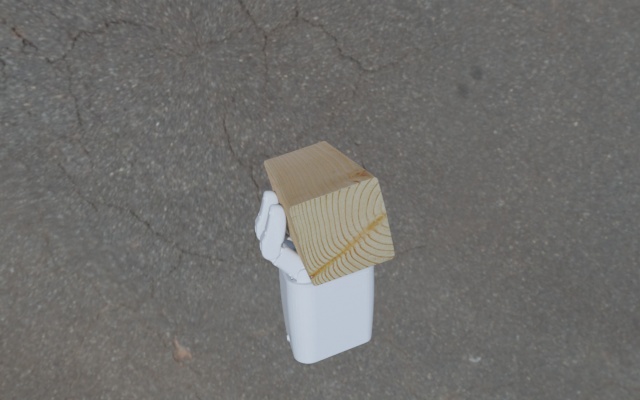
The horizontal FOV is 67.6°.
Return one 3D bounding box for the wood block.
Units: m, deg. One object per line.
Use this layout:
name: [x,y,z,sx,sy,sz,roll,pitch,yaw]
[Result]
wood block: [0.001,0.002,0.551,0.091,0.090,0.206,-19,20,-8]
